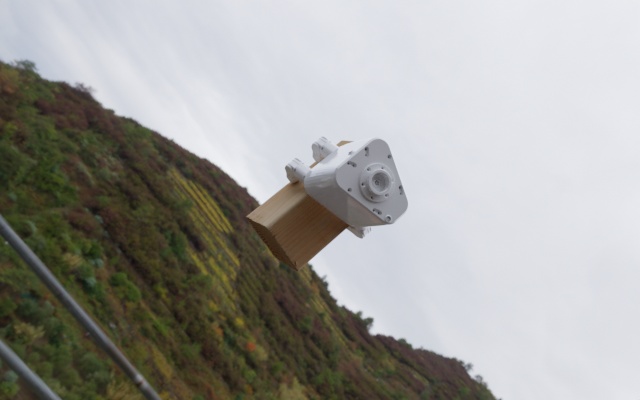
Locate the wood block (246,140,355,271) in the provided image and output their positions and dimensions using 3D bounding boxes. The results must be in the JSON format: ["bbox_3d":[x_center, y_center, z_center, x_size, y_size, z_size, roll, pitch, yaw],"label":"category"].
[{"bbox_3d":[0.001,0.003,0.751,0.206,0.091,0.090,-40,24,-17],"label":"wood block"}]
